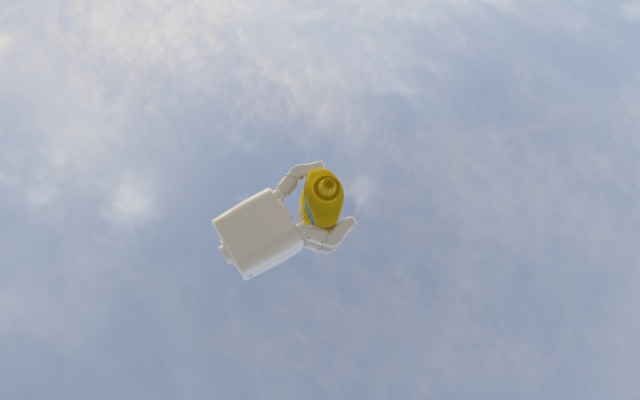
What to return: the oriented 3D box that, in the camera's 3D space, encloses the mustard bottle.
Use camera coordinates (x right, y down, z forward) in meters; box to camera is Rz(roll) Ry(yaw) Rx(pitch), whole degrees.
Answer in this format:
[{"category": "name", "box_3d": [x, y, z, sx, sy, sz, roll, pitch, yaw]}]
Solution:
[{"category": "mustard bottle", "box_3d": [0.000, 0.002, 0.762, 0.058, 0.096, 0.192, -5, -15, -8]}]
